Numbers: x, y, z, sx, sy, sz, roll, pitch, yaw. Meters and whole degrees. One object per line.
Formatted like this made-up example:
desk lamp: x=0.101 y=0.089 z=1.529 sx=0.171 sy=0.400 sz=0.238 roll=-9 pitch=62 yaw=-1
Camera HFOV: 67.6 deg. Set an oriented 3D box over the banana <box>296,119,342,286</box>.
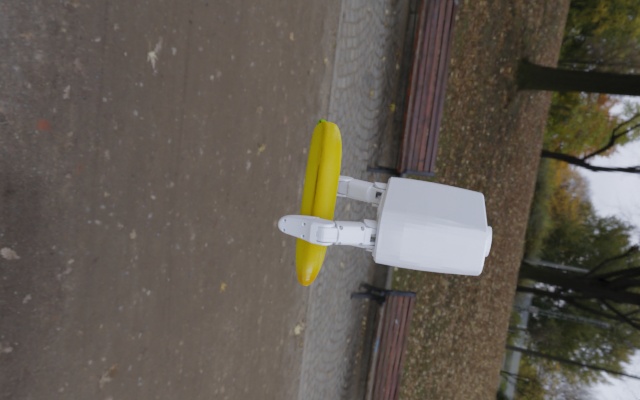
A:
banana: x=0.000 y=-0.005 z=0.525 sx=0.037 sy=0.197 sz=0.070 roll=7 pitch=-11 yaw=4
